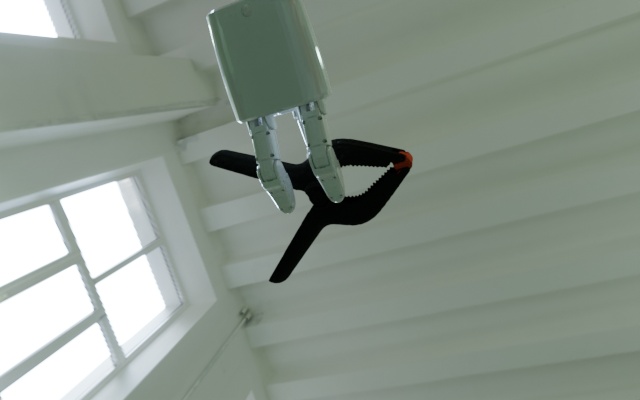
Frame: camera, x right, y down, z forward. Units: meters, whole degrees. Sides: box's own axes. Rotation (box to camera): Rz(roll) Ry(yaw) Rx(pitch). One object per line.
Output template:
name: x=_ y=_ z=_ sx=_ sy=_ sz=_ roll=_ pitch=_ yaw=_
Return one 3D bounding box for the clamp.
clamp: x=0.001 y=0.001 z=0.512 sx=0.210 sy=0.164 sz=0.036 roll=-13 pitch=17 yaw=16
